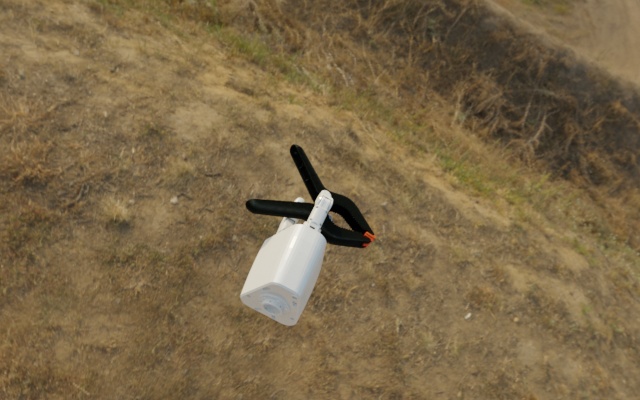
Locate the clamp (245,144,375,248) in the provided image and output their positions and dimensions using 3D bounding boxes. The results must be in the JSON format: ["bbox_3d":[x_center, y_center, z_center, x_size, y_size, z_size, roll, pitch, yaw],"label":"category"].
[{"bbox_3d":[0.001,0.003,0.787,0.210,0.164,0.036,30,-39,-7],"label":"clamp"}]
